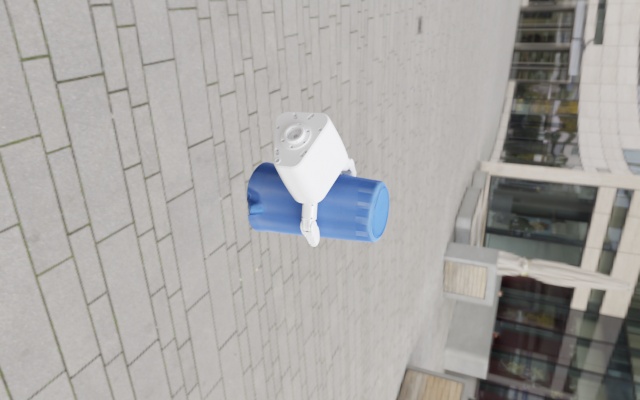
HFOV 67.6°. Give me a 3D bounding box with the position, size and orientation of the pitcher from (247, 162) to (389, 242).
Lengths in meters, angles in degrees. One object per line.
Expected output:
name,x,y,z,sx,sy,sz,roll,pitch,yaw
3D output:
pitcher,0.000,0.003,0.878,0.243,0.149,0.145,8,-28,23
